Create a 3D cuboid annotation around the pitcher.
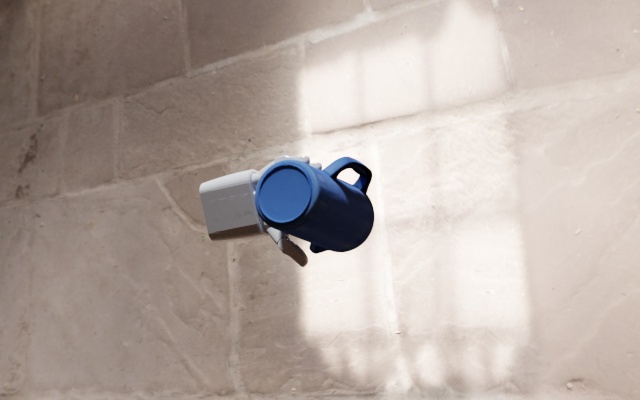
[{"bbox_3d":[0.000,0.003,0.803,0.145,0.149,0.243,-9,-14,21],"label":"pitcher"}]
